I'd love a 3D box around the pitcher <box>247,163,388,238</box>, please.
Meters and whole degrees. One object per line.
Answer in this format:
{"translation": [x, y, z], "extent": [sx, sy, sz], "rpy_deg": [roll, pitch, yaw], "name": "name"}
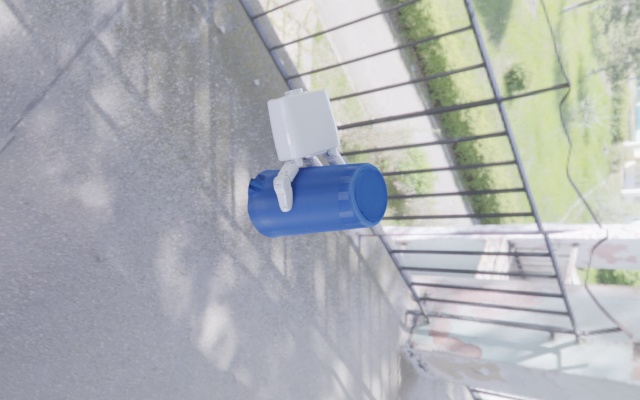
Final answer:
{"translation": [0.000, 0.003, 0.865], "extent": [0.243, 0.145, 0.149], "rpy_deg": [-5, 13, 40], "name": "pitcher"}
